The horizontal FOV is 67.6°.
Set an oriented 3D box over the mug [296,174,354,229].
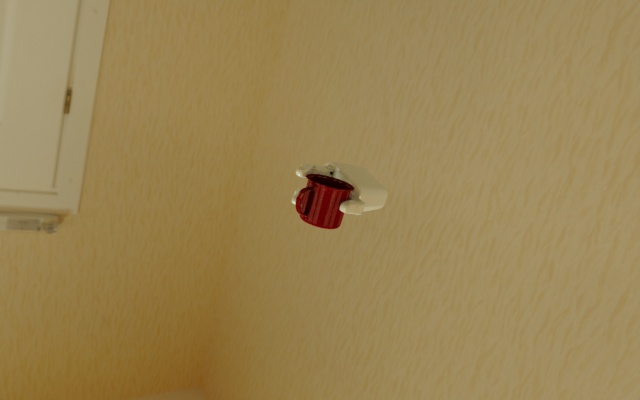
[{"bbox_3d":[-0.001,0.003,0.886,0.093,0.081,0.117,27,19,38],"label":"mug"}]
